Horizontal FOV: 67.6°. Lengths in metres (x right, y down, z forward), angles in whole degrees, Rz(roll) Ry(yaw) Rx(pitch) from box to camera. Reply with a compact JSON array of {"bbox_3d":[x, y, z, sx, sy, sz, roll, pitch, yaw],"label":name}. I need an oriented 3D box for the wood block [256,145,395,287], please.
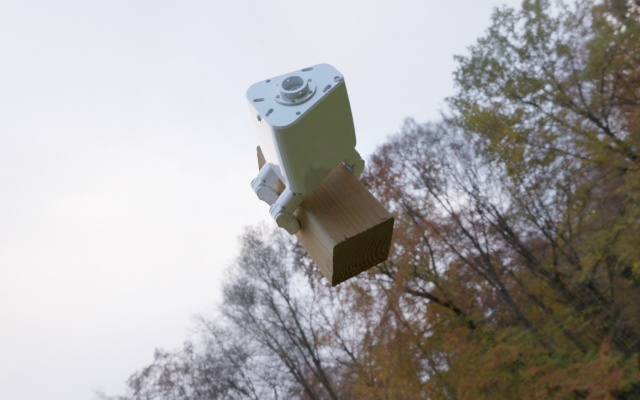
[{"bbox_3d":[0.000,0.002,0.652,0.091,0.090,0.206,-23,51,-20],"label":"wood block"}]
